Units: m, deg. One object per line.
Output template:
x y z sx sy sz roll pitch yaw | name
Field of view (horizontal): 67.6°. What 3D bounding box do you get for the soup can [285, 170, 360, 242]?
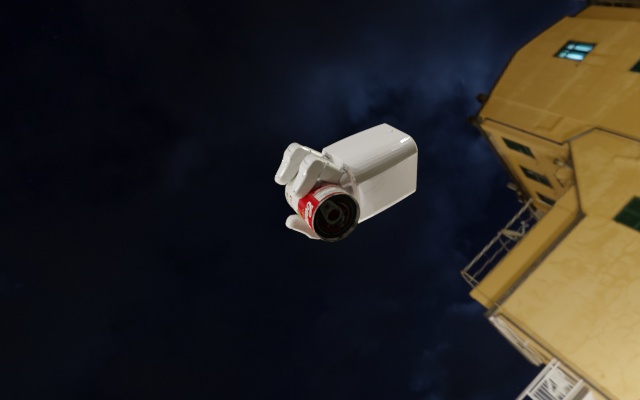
0.000 0.002 0.648 0.068 0.068 0.102 0 24 -27 | soup can
